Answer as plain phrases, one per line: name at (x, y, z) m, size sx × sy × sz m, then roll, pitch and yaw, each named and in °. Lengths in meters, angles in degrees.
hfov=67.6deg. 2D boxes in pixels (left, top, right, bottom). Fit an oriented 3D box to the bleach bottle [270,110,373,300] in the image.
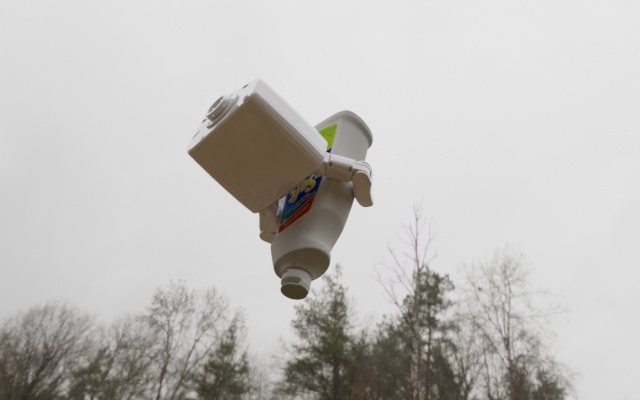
bleach bottle at (0.000, 0.002, 0.562) m, size 0.102 × 0.250 × 0.068 m, roll -26°, pitch -56°, yaw 33°
